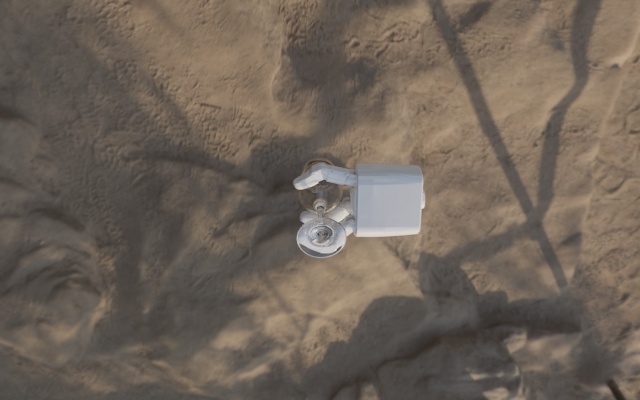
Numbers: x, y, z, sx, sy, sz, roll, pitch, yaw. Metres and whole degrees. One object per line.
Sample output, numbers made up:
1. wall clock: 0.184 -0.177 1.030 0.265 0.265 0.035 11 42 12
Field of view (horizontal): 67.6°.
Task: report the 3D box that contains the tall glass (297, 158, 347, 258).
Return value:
1. tall glass: 0.000 0.003 0.787 0.079 0.079 0.201 0 33 -2
